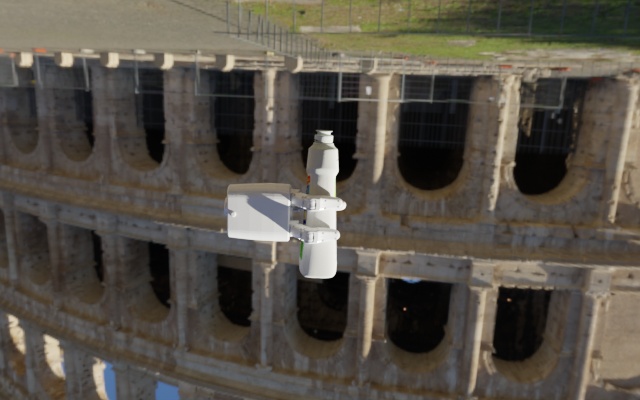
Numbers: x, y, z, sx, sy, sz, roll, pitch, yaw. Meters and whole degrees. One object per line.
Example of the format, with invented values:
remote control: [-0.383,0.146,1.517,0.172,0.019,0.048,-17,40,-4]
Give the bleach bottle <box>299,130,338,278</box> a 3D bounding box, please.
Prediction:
bleach bottle: [0.000,0.003,0.840,0.068,0.251,0.102,2,12,-3]
